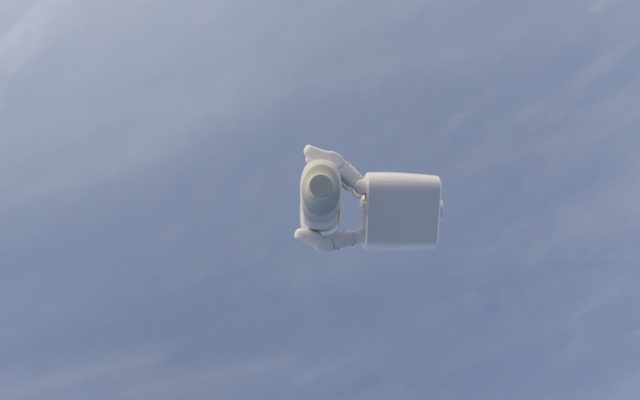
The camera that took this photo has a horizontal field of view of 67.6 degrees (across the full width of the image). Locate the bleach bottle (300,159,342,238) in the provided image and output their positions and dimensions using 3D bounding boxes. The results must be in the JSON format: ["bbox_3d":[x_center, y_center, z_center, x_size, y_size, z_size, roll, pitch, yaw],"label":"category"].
[{"bbox_3d":[0.000,0.002,0.687,0.068,0.102,0.251,1,-5,0],"label":"bleach bottle"}]
